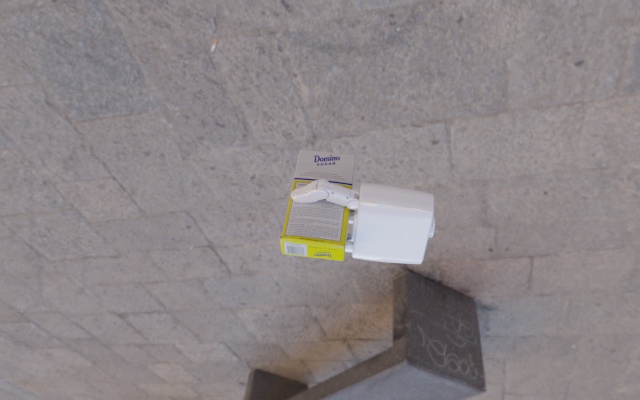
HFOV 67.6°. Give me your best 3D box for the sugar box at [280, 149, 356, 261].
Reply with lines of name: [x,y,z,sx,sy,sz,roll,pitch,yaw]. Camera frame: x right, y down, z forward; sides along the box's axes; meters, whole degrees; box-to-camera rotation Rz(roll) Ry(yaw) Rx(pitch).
sugar box: [0.000,0.003,0.725,0.093,0.176,0.048,7,-40,5]
